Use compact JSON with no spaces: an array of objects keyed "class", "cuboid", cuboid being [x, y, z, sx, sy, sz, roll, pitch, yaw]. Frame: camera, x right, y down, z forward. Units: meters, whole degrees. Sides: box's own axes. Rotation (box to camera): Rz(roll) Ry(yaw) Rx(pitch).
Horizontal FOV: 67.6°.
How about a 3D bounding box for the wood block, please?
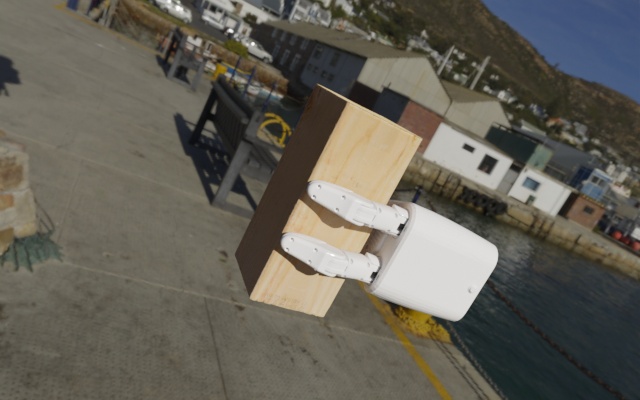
[{"class":"wood block","cuboid":[0.000,0.001,0.487,0.090,0.206,0.090,20,15,-27]}]
